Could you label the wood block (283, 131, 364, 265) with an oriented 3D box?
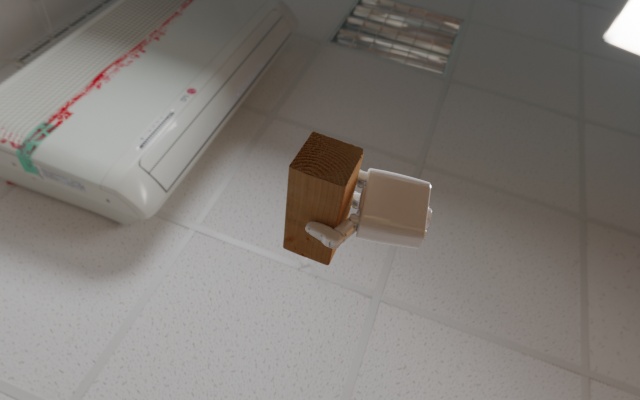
[{"bbox_3d":[0.000,0.003,0.783,0.090,0.090,0.206,21,-40,10],"label":"wood block"}]
